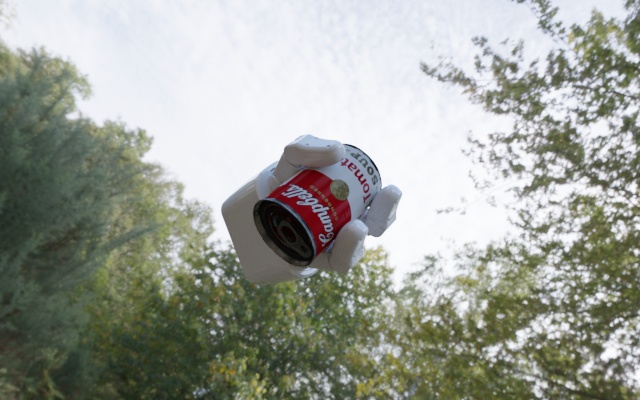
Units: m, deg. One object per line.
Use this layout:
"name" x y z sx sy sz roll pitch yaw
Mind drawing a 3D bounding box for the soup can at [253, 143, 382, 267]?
"soup can" 0.000 0.001 0.423 0.068 0.068 0.102 0 32 47
